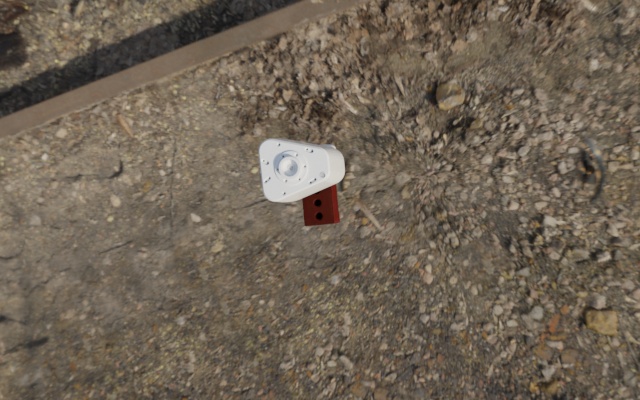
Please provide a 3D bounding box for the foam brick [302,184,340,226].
[{"bbox_3d":[0.000,0.003,0.809,0.053,0.078,0.051,-6,2,13],"label":"foam brick"}]
